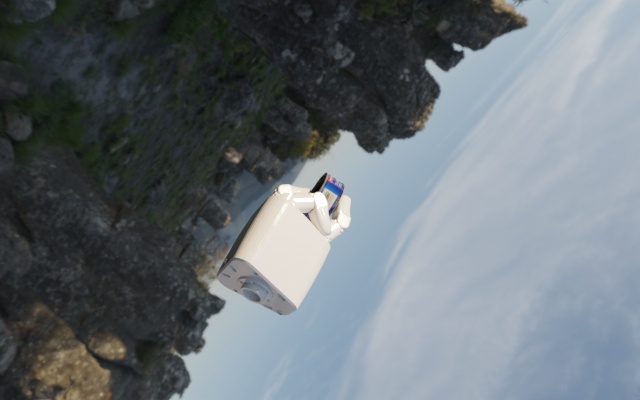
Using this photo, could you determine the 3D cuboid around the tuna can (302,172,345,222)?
[{"bbox_3d":[0.001,0.003,0.721,0.034,0.086,0.086,32,-5,-8],"label":"tuna can"}]
